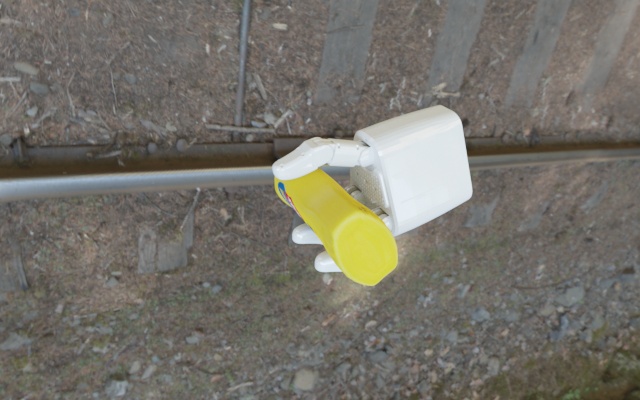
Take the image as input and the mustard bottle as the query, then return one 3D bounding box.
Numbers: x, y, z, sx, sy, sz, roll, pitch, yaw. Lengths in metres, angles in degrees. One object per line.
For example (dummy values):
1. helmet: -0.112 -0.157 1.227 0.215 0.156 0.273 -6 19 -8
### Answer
1. mustard bottle: 0.000 0.002 0.497 0.096 0.058 0.191 51 -3 -41
